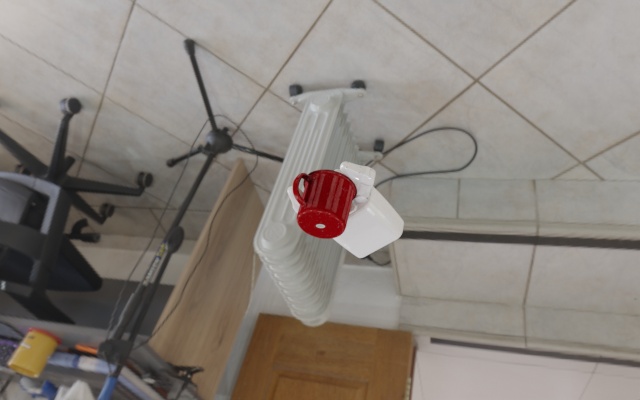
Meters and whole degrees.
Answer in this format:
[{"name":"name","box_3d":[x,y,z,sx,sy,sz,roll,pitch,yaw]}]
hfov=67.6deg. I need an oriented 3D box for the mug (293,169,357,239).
[{"name":"mug","box_3d":[-0.001,0.002,0.780,0.093,0.081,0.117,-22,-50,39]}]
